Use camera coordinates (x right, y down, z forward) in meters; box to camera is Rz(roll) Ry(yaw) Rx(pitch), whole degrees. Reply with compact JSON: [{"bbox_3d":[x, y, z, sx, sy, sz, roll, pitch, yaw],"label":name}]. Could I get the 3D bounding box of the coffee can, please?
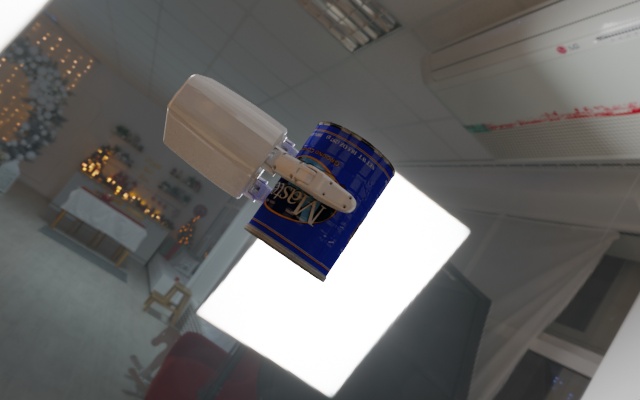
[{"bbox_3d":[0.000,0.002,0.515,0.103,0.140,0.103,34,-9,6],"label":"coffee can"}]
